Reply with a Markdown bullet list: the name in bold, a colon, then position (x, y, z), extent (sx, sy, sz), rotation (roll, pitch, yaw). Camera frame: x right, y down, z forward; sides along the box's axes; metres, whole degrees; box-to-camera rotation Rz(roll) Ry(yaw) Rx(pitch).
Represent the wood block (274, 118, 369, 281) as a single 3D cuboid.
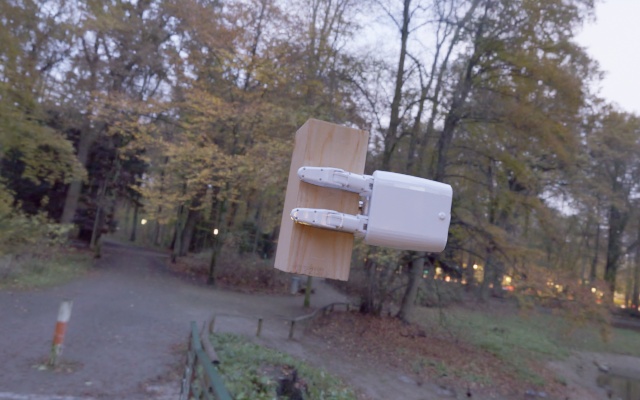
- **wood block**: position (0.000, 0.002, 0.676), extent (0.090, 0.206, 0.091), rotation (10, -7, -13)
